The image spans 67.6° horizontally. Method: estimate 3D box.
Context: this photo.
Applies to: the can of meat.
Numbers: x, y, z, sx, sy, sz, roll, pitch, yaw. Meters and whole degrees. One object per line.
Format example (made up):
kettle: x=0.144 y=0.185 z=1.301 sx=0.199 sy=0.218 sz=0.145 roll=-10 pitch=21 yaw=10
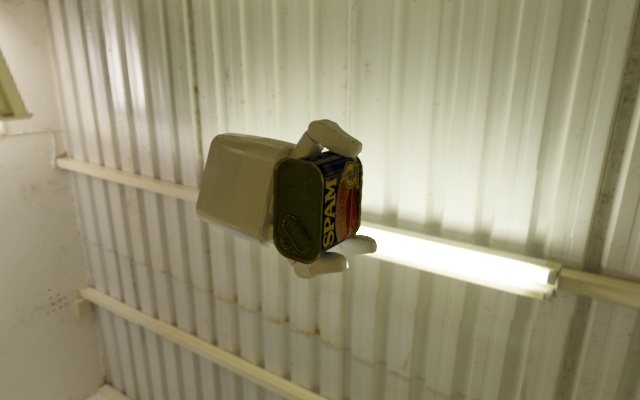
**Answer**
can of meat: x=0.000 y=0.001 z=0.485 sx=0.057 sy=0.102 sz=0.084 roll=14 pitch=21 yaw=32
